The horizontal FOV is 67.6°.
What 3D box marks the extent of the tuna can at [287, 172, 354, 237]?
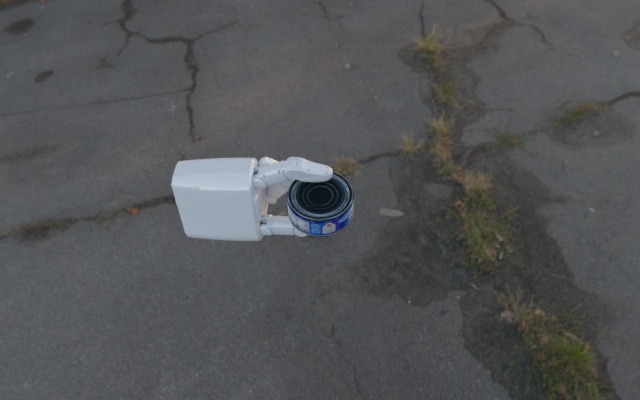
[{"bbox_3d":[0.000,0.002,0.608,0.086,0.086,0.034,0,-39,1],"label":"tuna can"}]
